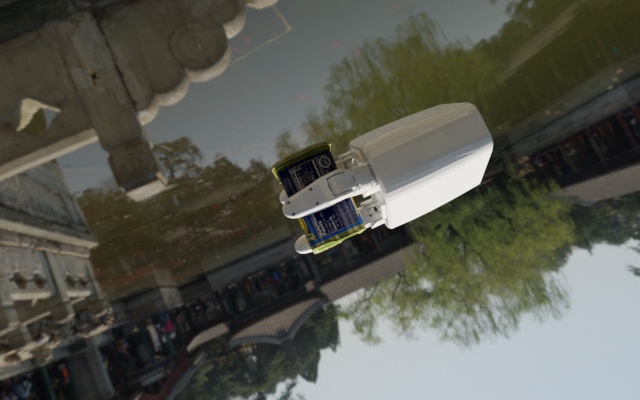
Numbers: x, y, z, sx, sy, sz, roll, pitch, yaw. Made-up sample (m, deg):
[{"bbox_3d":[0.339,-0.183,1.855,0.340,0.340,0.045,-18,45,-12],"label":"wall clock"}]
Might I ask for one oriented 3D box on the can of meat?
[{"bbox_3d":[0.000,0.002,0.449,0.057,0.084,0.102,-25,-7,-2],"label":"can of meat"}]
